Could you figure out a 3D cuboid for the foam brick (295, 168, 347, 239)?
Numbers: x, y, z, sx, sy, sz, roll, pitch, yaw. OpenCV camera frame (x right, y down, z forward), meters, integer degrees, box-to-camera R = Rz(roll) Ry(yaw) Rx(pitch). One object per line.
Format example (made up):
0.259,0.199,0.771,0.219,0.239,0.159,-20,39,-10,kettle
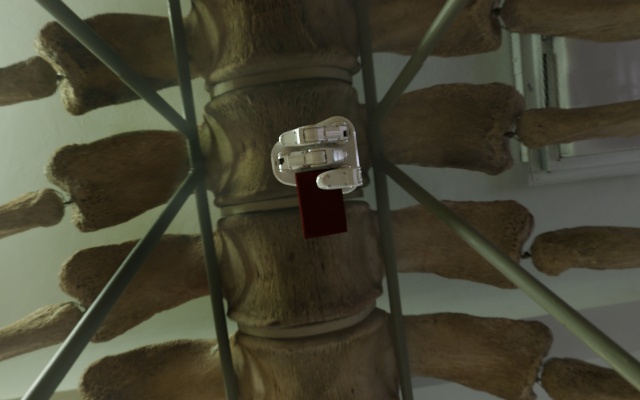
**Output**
0.000,0.002,0.580,0.053,0.078,0.051,-7,5,-4,foam brick
